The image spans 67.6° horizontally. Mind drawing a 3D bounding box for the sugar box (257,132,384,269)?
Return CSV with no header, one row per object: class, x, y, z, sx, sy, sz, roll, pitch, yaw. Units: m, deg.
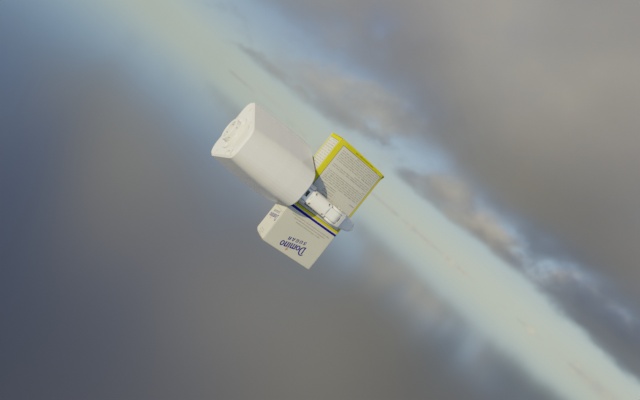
sugar box,0.000,0.002,0.678,0.093,0.176,0.048,38,6,-28
